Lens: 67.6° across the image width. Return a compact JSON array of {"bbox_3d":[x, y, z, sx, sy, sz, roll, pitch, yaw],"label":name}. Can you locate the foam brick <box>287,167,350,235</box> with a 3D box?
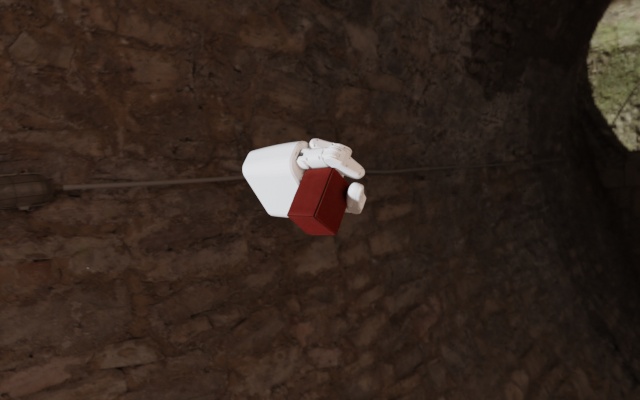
[{"bbox_3d":[0.000,0.002,0.644,0.051,0.078,0.053,-2,-34,39],"label":"foam brick"}]
